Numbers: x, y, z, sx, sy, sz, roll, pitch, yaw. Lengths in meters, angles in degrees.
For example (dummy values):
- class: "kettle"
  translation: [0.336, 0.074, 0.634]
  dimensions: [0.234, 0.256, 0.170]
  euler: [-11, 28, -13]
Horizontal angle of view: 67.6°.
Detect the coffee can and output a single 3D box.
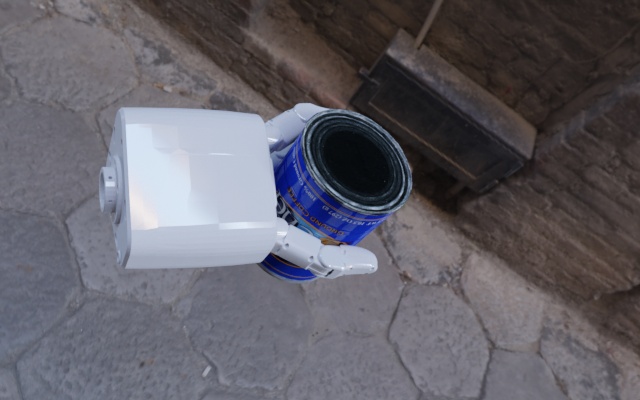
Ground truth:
- class: "coffee can"
  translation: [0.000, 0.002, 0.433]
  dimensions: [0.103, 0.102, 0.140]
  euler: [0, -30, -31]
